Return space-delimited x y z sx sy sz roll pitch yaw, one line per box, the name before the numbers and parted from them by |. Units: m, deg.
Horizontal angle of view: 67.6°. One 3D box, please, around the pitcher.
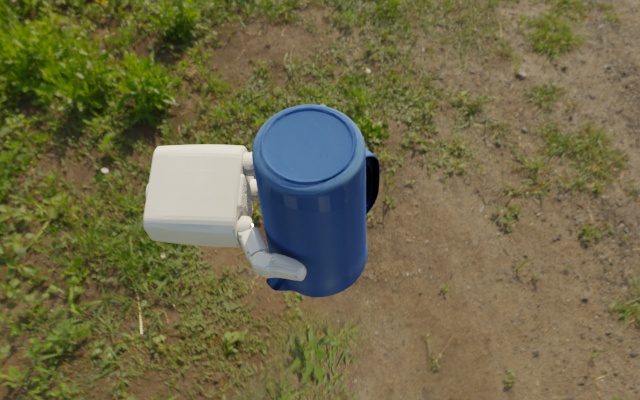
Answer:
pitcher | 0.000 0.002 0.549 0.145 0.149 0.243 2 -31 3
